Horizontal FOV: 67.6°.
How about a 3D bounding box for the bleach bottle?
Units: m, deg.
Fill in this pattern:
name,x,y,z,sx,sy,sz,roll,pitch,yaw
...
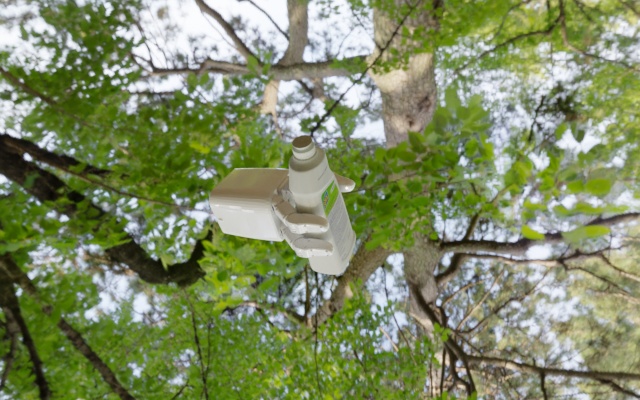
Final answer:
name,x,y,z,sx,sy,sz,roll,pitch,yaw
bleach bottle,0.000,0.003,0.733,0.068,0.102,0.251,5,-43,19
